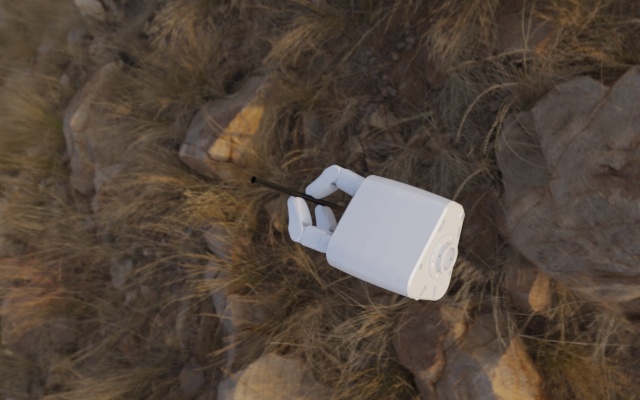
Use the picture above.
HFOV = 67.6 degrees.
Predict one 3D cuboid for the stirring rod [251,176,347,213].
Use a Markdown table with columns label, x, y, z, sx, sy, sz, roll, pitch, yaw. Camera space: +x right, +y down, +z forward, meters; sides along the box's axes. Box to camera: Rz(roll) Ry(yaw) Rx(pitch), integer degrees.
| label | x | y | z | sx | sy | sz | roll | pitch | yaw |
| --- | --- | --- | --- | --- | --- | --- | --- | --- | --- |
| stirring rod | 0.000 | 0.002 | 0.606 | 0.011 | 0.011 | 0.239 | 0 | -12 | 38 |
